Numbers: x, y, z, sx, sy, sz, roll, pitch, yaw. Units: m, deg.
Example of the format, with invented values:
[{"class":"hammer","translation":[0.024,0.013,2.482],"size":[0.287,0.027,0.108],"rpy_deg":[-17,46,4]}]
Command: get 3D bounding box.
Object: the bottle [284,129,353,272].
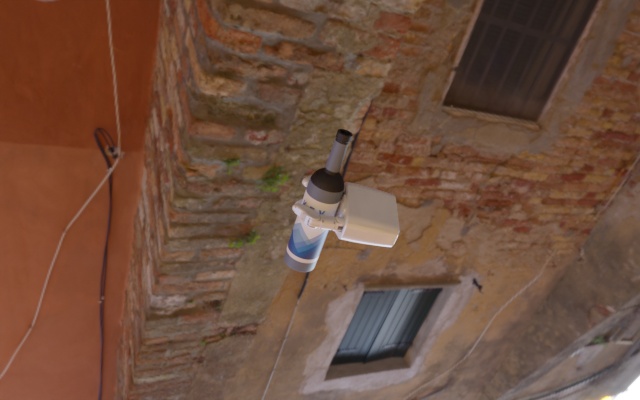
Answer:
[{"class":"bottle","translation":[0.000,0.003,0.896],"size":[0.069,0.296,0.069],"rpy_deg":[15,30,-9]}]
